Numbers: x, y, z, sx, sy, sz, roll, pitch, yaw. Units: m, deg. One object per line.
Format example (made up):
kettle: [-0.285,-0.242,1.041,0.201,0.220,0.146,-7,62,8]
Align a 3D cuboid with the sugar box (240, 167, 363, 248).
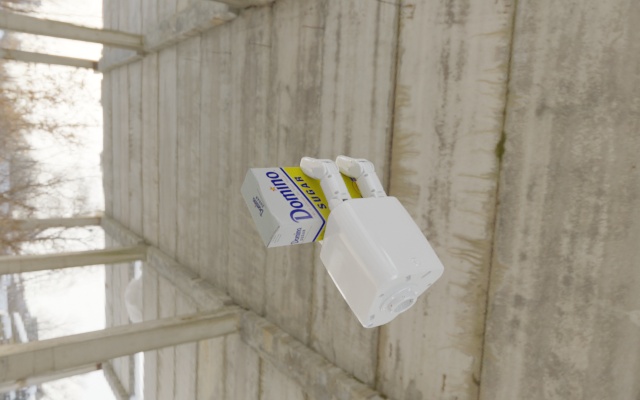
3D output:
sugar box: [0.000,0.002,0.592,0.176,0.093,0.048,-3,-41,-36]
